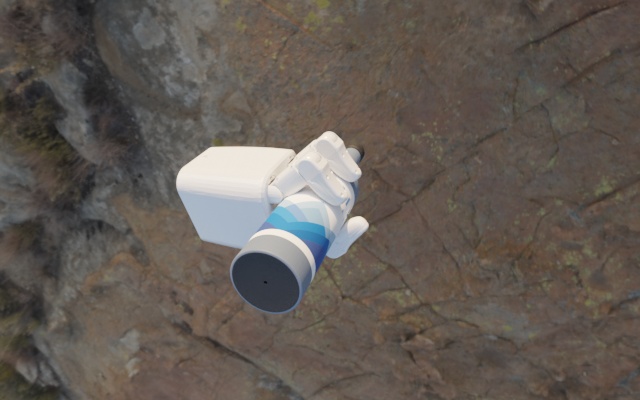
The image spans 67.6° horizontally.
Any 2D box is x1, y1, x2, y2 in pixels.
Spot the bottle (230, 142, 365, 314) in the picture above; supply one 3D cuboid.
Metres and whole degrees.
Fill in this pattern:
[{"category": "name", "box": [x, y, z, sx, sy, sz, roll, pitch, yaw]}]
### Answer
[{"category": "bottle", "box": [0.000, 0.002, 0.522, 0.069, 0.069, 0.295, 0, 27, 21]}]
